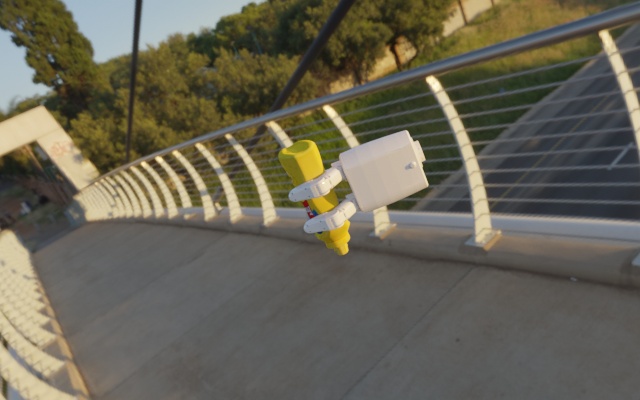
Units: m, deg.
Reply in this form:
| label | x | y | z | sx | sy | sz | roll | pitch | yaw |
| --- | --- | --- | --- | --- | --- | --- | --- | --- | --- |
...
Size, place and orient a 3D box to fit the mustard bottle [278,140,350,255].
| label | x | y | z | sx | sy | sz | roll | pitch | yaw |
| --- | --- | --- | --- | --- | --- | --- | --- | --- | --- |
| mustard bottle | 0.000 | 0.002 | 0.750 | 0.058 | 0.192 | 0.096 | -29 | 19 | -11 |
